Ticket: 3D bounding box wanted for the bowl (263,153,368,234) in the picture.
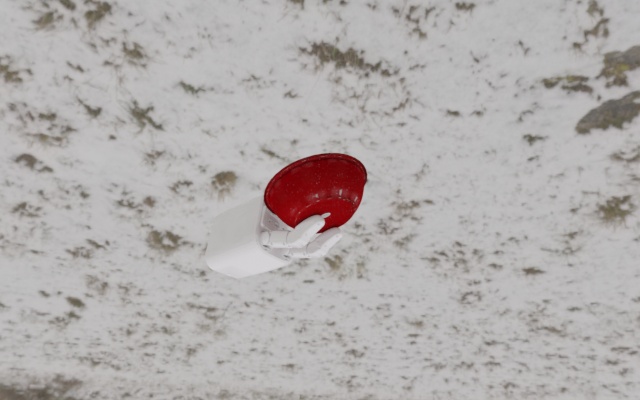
[{"bbox_3d":[0.001,0.002,0.706,0.162,0.055,0.162,-13,-33,-8],"label":"bowl"}]
